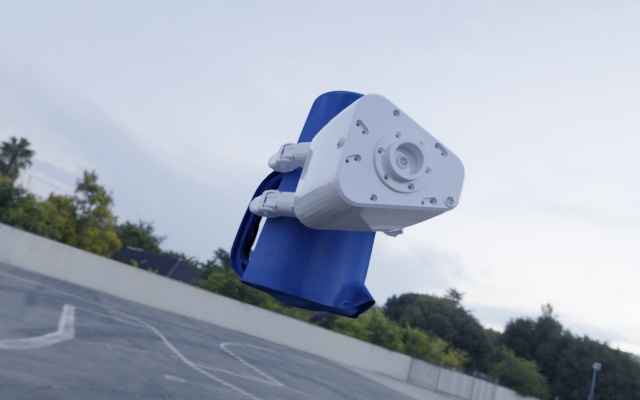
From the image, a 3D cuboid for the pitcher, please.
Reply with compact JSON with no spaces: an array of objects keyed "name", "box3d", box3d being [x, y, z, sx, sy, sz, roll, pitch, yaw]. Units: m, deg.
[{"name":"pitcher","box3d":[0.000,0.002,0.550,0.149,0.242,0.145,21,-16,-12]}]
